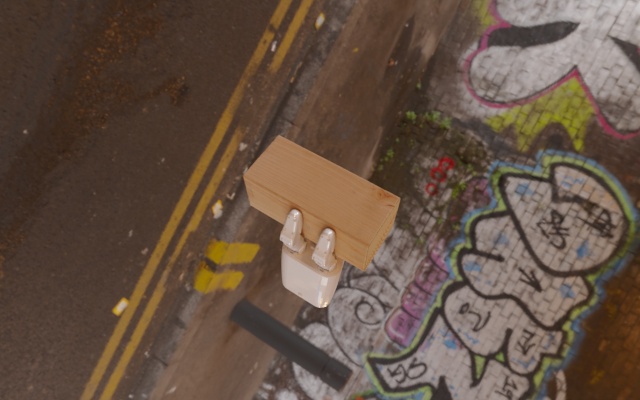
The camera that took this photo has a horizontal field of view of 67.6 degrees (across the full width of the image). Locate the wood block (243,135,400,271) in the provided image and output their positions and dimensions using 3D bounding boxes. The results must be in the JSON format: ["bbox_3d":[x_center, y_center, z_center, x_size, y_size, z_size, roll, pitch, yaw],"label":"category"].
[{"bbox_3d":[0.000,0.002,0.701,0.206,0.090,0.090,29,-27,16],"label":"wood block"}]
